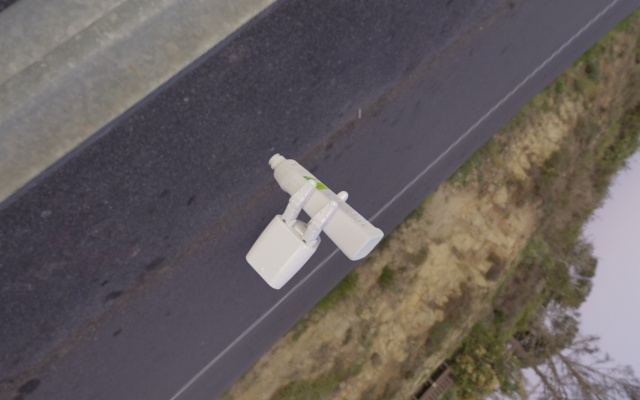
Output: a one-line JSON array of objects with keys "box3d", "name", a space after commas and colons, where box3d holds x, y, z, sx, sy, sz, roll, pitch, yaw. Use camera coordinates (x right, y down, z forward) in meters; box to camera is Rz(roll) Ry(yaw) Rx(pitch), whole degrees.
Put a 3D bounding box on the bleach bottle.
[{"box3d": [0.000, 0.003, 0.899, 0.250, 0.068, 0.102, 44, 14, 17], "name": "bleach bottle"}]
